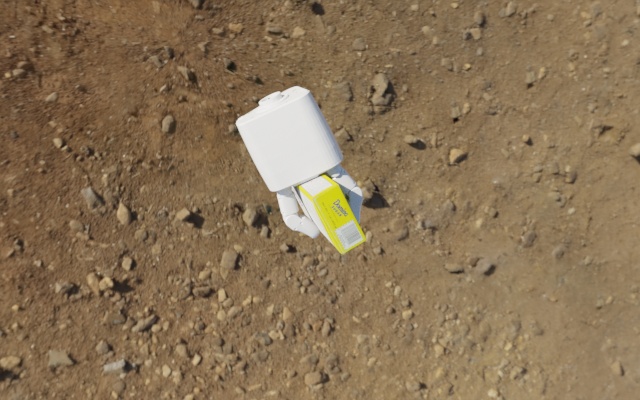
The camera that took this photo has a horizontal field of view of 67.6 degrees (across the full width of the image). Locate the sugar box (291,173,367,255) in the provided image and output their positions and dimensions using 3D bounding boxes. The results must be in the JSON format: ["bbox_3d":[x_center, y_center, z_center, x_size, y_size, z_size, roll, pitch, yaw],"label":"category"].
[{"bbox_3d":[0.001,0.002,0.688,0.048,0.093,0.176,-30,23,-5],"label":"sugar box"}]
